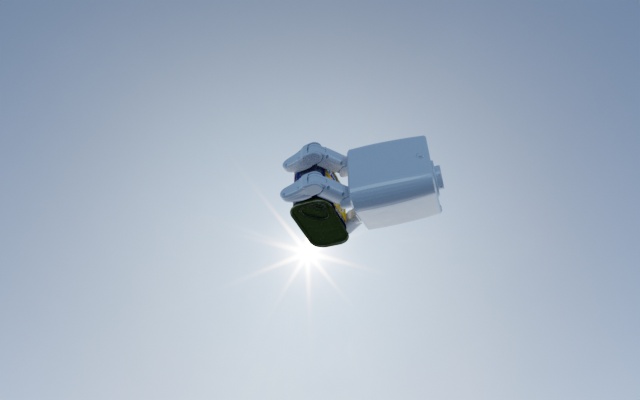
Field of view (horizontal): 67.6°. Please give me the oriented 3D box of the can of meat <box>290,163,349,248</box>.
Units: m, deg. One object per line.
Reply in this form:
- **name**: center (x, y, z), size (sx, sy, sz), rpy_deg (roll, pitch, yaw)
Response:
- **can of meat**: center (0.000, 0.002, 0.662), size (0.057, 0.083, 0.102), rpy_deg (-14, -42, 17)
